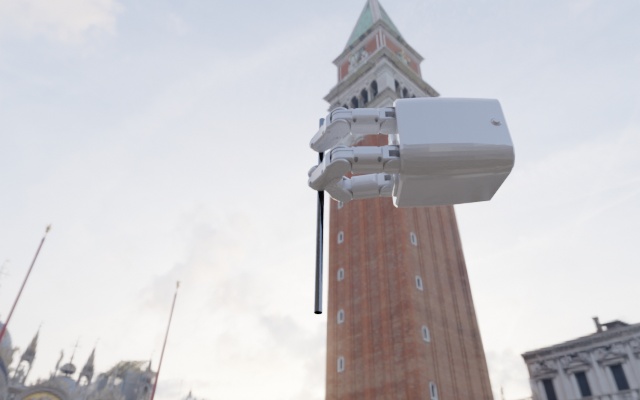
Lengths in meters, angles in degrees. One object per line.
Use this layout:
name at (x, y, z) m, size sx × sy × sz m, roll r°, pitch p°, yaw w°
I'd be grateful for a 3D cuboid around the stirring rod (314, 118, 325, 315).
stirring rod at (0.000, 0.002, 0.484) m, size 0.011 × 0.239 × 0.011 m, roll 1°, pitch -38°, yaw 1°
